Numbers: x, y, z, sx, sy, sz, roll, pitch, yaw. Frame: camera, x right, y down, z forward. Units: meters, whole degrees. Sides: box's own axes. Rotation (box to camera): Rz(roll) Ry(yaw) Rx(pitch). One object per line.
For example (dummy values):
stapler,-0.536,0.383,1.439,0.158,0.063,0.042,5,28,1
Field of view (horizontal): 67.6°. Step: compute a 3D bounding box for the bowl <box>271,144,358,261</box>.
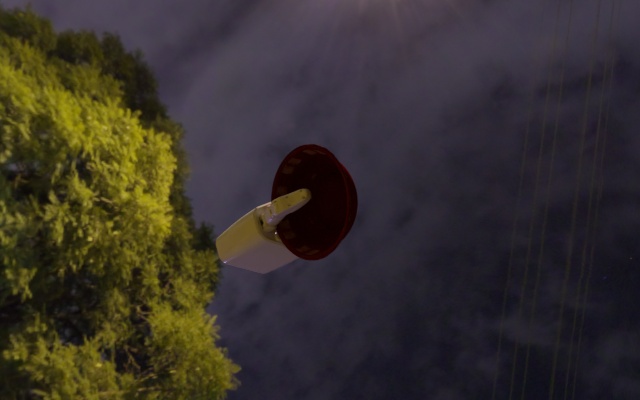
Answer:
bowl,0.001,0.002,0.678,0.055,0.162,0.162,-1,1,-44
